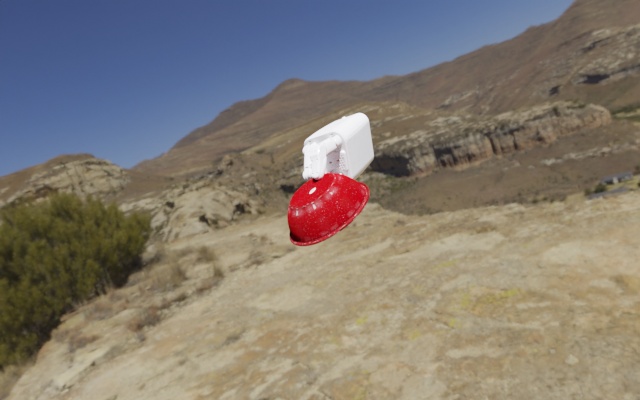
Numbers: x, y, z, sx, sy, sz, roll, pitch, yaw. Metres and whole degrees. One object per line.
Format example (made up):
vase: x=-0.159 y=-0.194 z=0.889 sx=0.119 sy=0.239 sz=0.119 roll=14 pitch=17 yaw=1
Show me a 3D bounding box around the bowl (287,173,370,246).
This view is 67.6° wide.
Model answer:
bowl: x=0.000 y=0.003 z=0.806 sx=0.162 sy=0.055 sz=0.162 roll=-30 pitch=24 yaw=15
